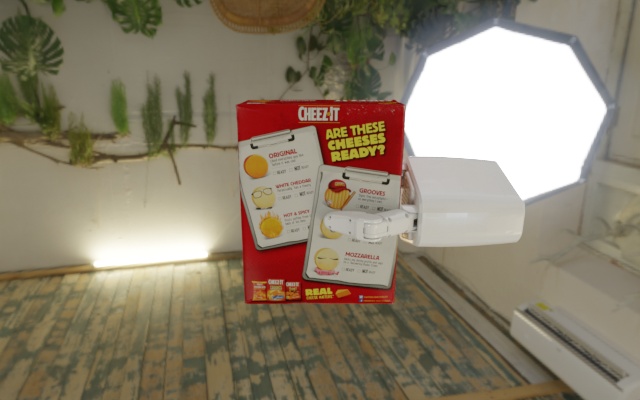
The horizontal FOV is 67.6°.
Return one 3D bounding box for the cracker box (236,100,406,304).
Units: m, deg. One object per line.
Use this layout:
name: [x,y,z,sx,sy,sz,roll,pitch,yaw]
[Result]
cracker box: [0.000,0.002,0.511,0.164,0.214,0.072,0,16,-1]
